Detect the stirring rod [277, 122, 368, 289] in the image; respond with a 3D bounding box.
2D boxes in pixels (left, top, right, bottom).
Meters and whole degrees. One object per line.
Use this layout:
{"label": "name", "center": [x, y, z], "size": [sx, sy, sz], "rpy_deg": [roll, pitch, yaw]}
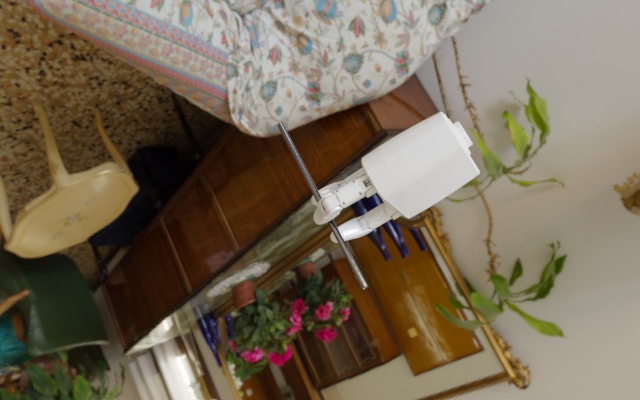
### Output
{"label": "stirring rod", "center": [0.000, 0.002, 0.604], "size": [0.011, 0.239, 0.011], "rpy_deg": [-26, -14, -7]}
